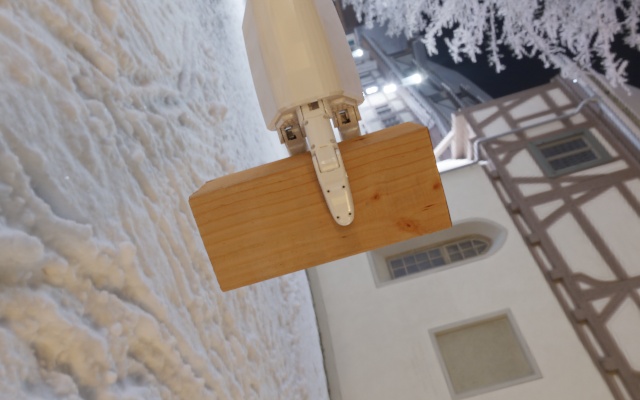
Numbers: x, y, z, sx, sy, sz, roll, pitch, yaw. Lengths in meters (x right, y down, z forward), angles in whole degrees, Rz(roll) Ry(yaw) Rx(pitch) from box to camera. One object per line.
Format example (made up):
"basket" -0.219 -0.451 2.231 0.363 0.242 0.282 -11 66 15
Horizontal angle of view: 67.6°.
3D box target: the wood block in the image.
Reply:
"wood block" 0.000 0.001 0.439 0.206 0.090 0.091 -16 12 3
